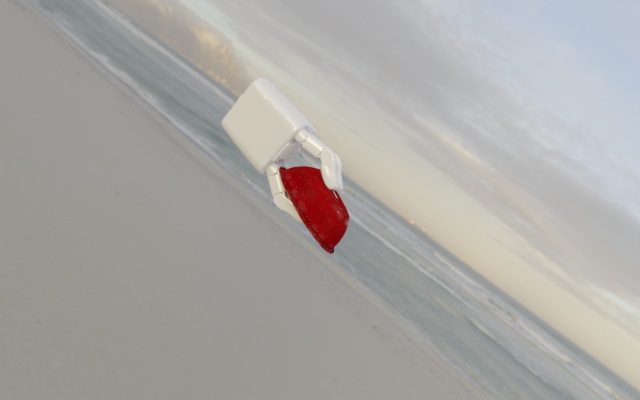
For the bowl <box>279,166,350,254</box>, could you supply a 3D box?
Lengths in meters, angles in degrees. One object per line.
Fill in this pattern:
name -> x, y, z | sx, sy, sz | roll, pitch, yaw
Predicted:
bowl -> 0.001, 0.003, 0.760 | 0.055, 0.162, 0.162 | -31, -5, 7
